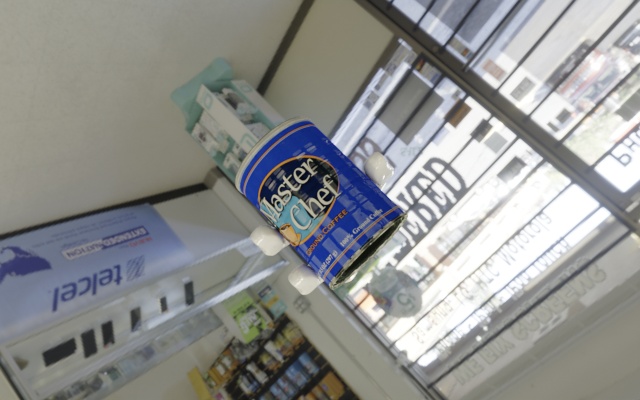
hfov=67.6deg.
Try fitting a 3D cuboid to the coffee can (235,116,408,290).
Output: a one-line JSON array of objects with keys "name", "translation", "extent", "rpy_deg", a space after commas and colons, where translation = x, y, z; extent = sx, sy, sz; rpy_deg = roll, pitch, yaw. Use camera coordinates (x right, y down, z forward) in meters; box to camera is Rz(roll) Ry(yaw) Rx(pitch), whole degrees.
[{"name": "coffee can", "translation": [0.000, 0.001, 0.470], "extent": [0.140, 0.103, 0.103], "rpy_deg": [46, 14, 15]}]
